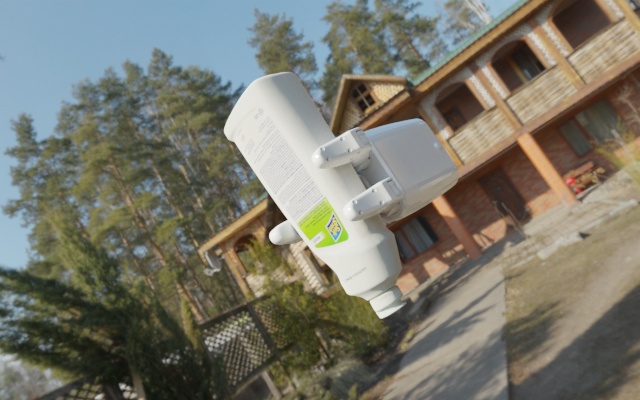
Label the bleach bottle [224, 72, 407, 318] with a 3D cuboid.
[{"bbox_3d":[0.000,0.001,0.473,0.068,0.251,0.103,-23,-13,-38],"label":"bleach bottle"}]
